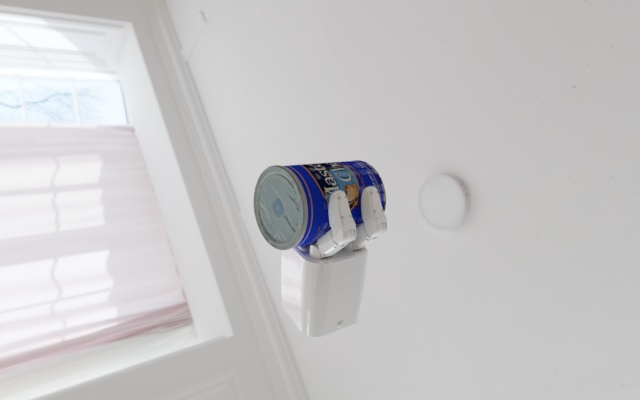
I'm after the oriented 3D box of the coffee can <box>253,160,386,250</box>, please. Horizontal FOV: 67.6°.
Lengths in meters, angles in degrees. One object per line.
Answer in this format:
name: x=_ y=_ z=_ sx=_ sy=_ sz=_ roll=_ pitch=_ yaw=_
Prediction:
coffee can: x=0.000 y=0.002 z=0.616 sx=0.140 sy=0.103 sz=0.103 roll=-8 pitch=5 yaw=-40
